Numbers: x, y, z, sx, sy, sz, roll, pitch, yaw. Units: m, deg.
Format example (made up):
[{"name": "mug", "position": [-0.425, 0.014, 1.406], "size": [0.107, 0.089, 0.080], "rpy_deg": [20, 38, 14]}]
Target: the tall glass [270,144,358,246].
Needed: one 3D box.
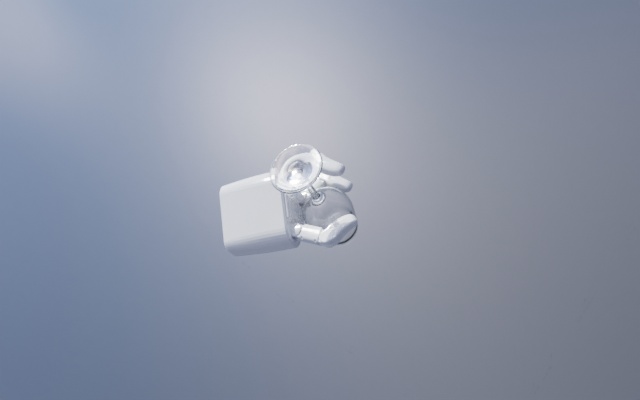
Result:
[{"name": "tall glass", "position": [0.000, 0.002, 0.700], "size": [0.079, 0.079, 0.201], "rpy_deg": [0, -27, 22]}]
